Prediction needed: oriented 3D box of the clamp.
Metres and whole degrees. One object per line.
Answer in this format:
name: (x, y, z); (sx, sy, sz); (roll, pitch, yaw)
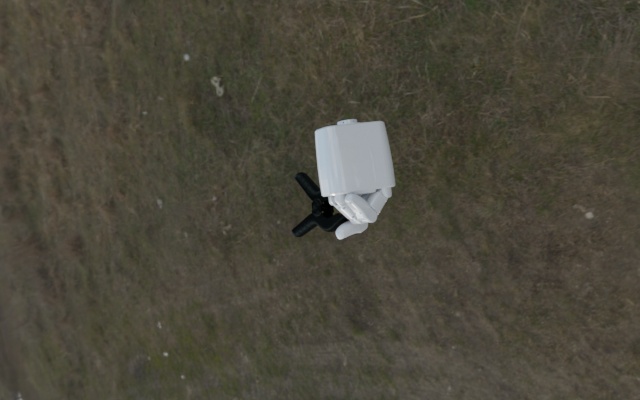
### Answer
clamp: (0.000, 0.003, 0.840); (0.039, 0.120, 0.171); (-6, -1, -39)
